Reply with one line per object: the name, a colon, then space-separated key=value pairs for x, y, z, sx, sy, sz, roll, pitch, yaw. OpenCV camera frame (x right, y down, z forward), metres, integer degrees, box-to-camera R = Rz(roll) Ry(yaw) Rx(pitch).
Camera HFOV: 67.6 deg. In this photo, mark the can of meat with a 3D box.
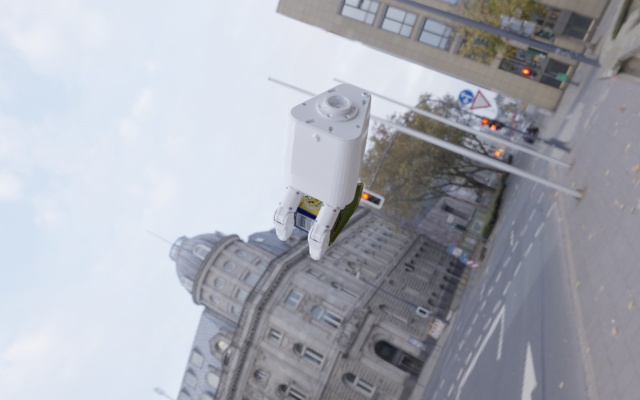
can of meat: x=0.000 y=0.002 z=0.673 sx=0.084 sy=0.102 sz=0.057 roll=26 pitch=-37 yaw=16
